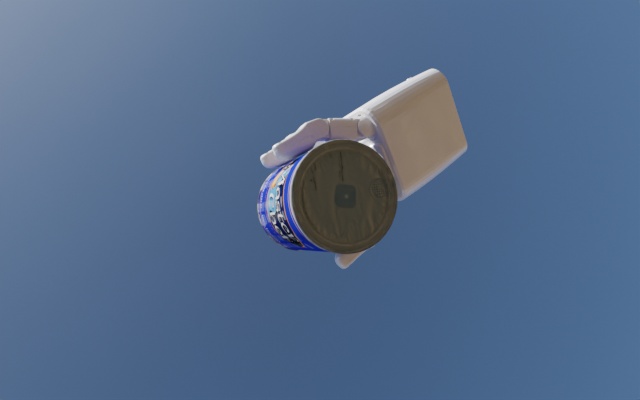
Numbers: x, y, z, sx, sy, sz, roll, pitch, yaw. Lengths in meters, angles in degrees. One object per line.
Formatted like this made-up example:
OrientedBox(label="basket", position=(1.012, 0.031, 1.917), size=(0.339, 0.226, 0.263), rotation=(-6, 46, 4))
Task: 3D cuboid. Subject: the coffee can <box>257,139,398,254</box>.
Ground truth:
OrientedBox(label="coffee can", position=(0.000, 0.002, 0.487), size=(0.103, 0.103, 0.140), rotation=(0, -4, -20))
